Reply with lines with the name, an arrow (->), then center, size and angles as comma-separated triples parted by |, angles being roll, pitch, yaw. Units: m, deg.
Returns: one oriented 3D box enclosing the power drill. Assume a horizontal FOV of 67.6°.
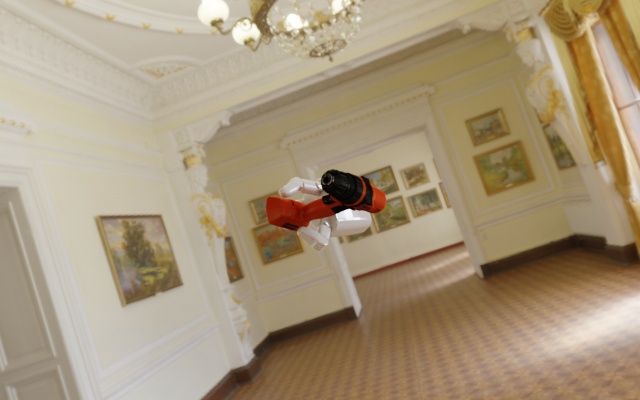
power drill -> 0.000, 0.003, 0.830 | 0.187, 0.057, 0.184 | -14, -20, 29
